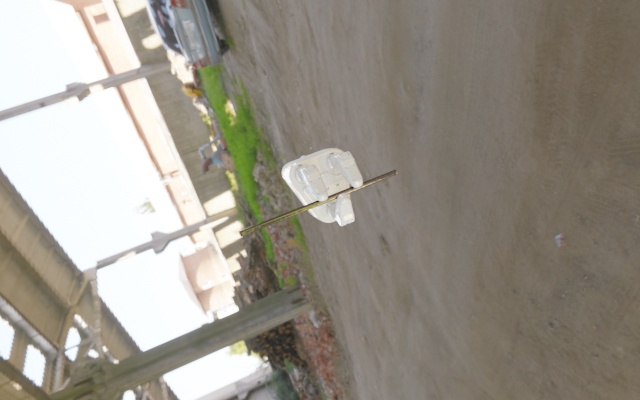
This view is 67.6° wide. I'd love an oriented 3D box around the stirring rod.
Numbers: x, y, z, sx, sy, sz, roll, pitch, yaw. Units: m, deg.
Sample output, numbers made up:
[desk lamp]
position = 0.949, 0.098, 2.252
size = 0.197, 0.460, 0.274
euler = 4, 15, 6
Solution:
[stirring rod]
position = 0.000, 0.002, 0.671
size = 0.239, 0.011, 0.011
euler = -22, 4, -11
